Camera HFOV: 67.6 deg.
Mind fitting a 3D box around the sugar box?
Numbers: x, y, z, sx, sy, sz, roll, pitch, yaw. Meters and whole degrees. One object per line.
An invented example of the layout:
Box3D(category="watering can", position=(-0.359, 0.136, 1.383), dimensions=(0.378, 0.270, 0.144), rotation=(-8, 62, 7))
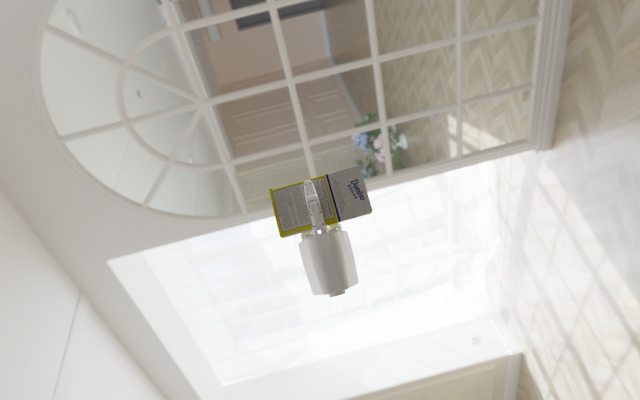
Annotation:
Box3D(category="sugar box", position=(0.000, 0.003, 0.889), dimensions=(0.176, 0.093, 0.048), rotation=(-14, -9, -1))
